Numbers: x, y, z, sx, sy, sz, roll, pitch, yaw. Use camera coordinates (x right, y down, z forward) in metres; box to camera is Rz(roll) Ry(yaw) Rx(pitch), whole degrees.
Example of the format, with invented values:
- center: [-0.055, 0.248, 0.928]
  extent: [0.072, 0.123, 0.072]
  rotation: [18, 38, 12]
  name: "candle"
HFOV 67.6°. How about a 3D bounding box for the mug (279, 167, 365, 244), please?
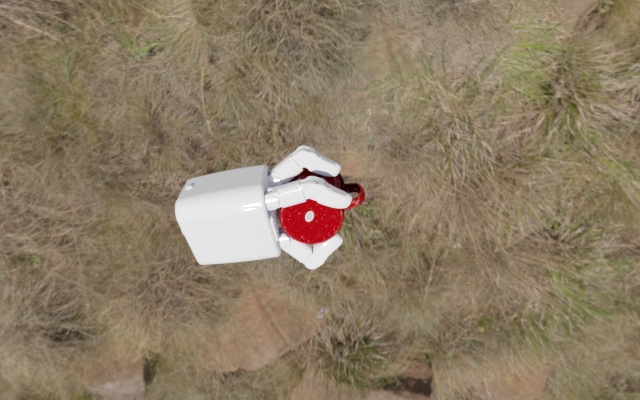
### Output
- center: [0.002, 0.002, 0.621]
  extent: [0.117, 0.093, 0.081]
  rotation: [-8, 27, 3]
  name: "mug"
